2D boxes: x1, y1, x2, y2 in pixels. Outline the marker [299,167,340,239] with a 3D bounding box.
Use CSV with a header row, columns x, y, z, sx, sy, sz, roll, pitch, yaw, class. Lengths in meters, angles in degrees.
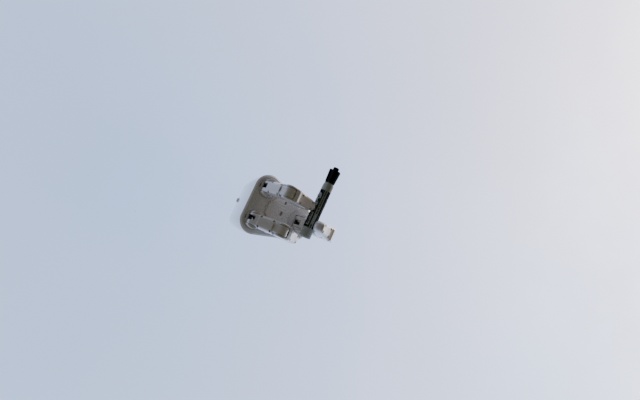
x,y,z,sx,sy,sz,roll,pitch,yaw,class
0.000,0.002,0.744,0.020,0.121,0.020,24,-11,5,marker
